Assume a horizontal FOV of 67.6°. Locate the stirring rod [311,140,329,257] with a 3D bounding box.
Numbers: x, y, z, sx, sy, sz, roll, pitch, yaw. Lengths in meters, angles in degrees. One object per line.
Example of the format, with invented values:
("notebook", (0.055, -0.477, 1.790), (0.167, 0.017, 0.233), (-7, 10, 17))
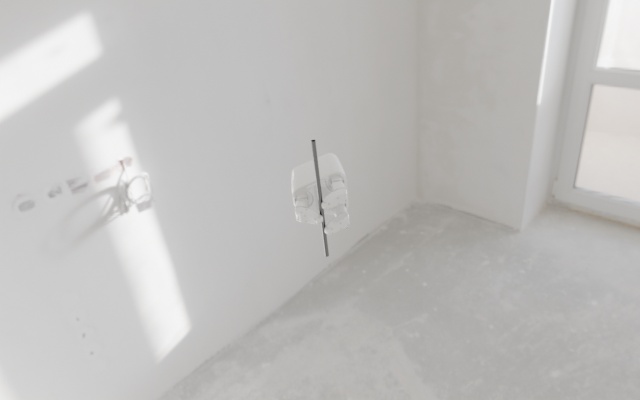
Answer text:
("stirring rod", (0.000, 0.003, 0.864), (0.011, 0.240, 0.011), (-5, 30, 3))
